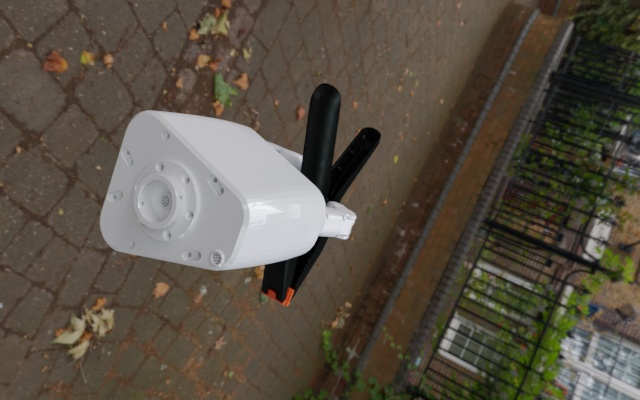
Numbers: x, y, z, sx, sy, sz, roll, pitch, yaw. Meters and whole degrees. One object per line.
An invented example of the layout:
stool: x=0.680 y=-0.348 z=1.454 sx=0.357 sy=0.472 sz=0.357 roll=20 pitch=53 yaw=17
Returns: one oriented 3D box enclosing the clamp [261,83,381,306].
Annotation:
clamp: x=0.000 y=0.002 z=0.473 sx=0.036 sy=0.210 sz=0.164 roll=24 pitch=10 yaw=22
